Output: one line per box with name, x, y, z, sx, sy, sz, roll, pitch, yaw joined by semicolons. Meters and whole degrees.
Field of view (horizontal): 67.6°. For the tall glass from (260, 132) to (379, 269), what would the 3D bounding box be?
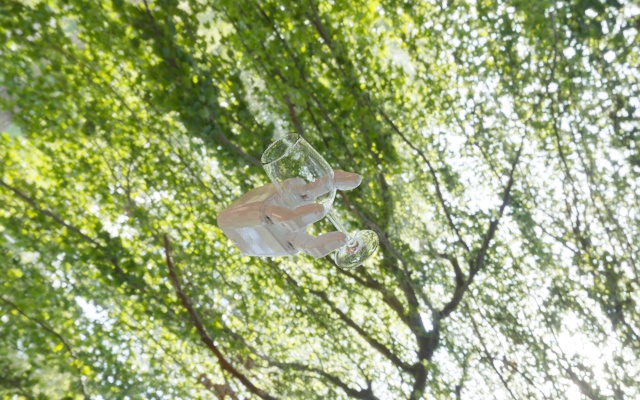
tall glass;0.001;0.003;0.658;0.079;0.201;0.079;-27;30;17
